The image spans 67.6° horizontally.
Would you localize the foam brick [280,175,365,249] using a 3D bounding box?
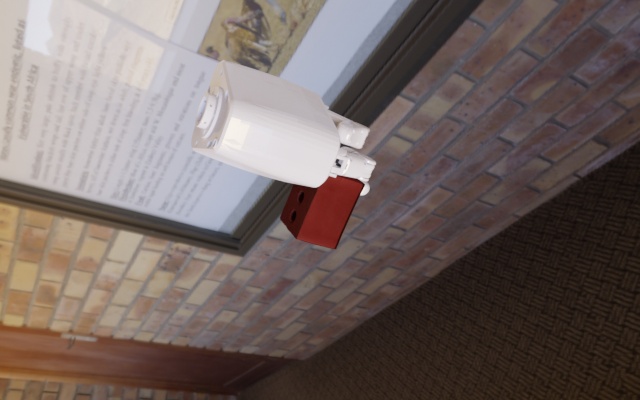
[{"bbox_3d":[0.000,0.002,0.499,0.051,0.078,0.053,14,16,-31],"label":"foam brick"}]
